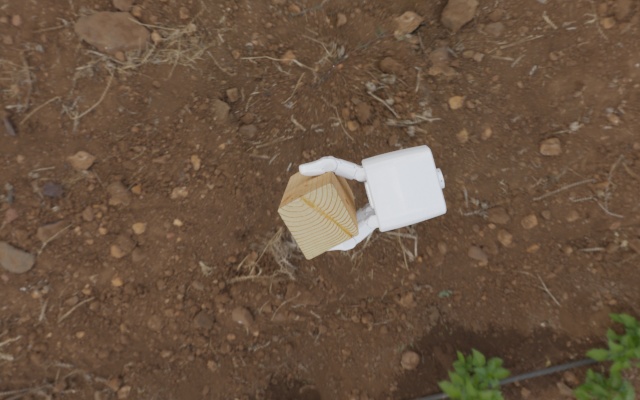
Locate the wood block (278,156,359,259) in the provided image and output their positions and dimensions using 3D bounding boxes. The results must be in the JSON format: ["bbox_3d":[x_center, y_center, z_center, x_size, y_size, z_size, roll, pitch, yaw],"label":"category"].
[{"bbox_3d":[0.000,0.002,0.782,0.090,0.091,0.206,-27,13,9],"label":"wood block"}]
